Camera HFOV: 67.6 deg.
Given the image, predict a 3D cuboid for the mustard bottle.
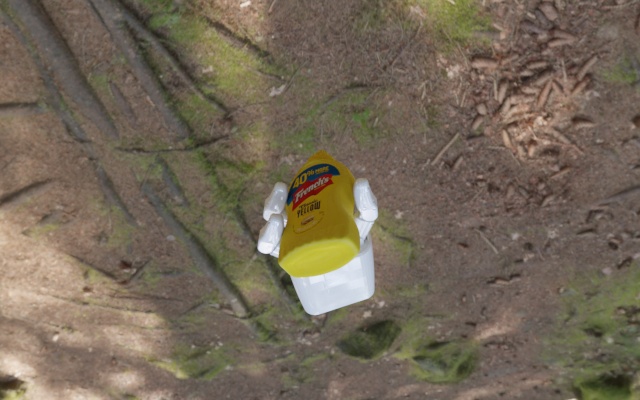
[{"bbox_3d":[0.000,0.002,0.605,0.096,0.191,0.058,-24,-52,23],"label":"mustard bottle"}]
